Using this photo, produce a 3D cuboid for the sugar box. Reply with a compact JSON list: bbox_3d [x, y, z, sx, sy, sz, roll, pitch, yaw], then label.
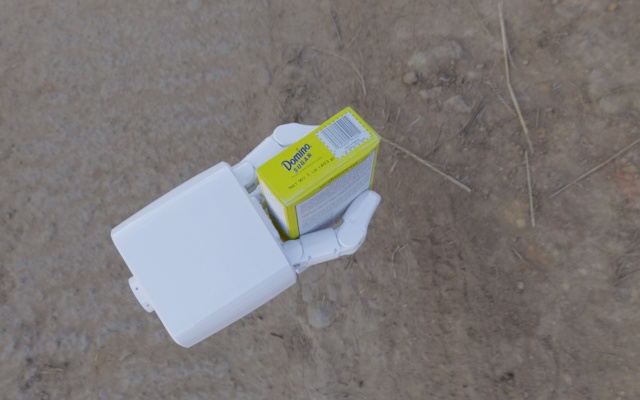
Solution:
[{"bbox_3d":[0.000,0.001,0.432,0.093,0.048,0.176,-35,-18,-15],"label":"sugar box"}]
